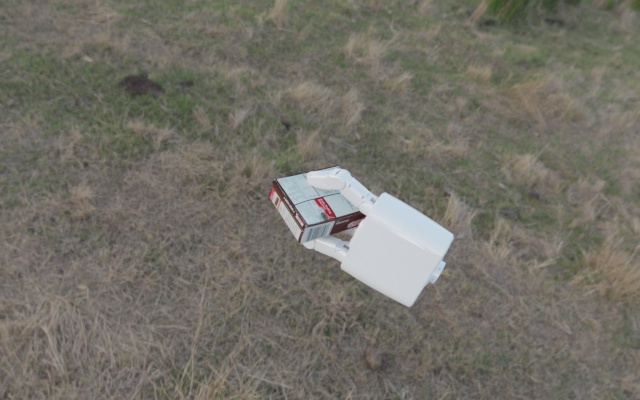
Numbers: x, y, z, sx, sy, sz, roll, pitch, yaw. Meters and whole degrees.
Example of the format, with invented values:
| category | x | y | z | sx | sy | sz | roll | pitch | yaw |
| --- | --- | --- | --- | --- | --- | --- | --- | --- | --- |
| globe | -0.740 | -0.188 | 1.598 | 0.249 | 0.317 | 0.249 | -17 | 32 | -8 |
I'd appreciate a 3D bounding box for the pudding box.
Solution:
| category | x | y | z | sx | sy | sz | roll | pitch | yaw |
| --- | --- | --- | --- | --- | --- | --- | --- | --- | --- |
| pudding box | 0.000 | 0.002 | 0.648 | 0.113 | 0.090 | 0.039 | -13 | -37 | -34 |
